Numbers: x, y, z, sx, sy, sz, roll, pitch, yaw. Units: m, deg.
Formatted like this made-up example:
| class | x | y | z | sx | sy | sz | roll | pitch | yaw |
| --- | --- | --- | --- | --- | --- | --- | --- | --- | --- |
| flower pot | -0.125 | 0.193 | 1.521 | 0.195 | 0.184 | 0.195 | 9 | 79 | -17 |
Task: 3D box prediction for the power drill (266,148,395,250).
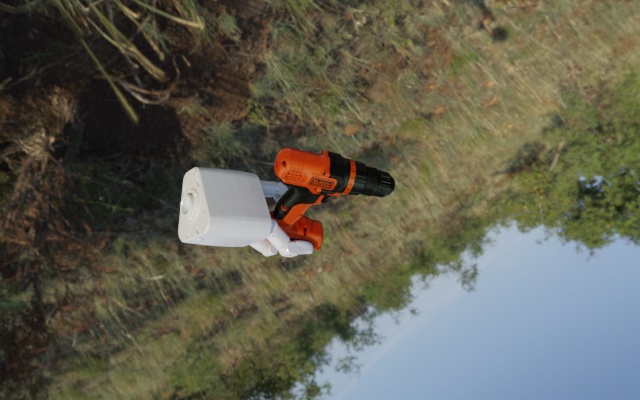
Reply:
| class | x | y | z | sx | sy | sz | roll | pitch | yaw |
| --- | --- | --- | --- | --- | --- | --- | --- | --- | --- |
| power drill | 0.000 | 0.003 | 0.743 | 0.184 | 0.057 | 0.188 | 13 | -44 | -17 |
